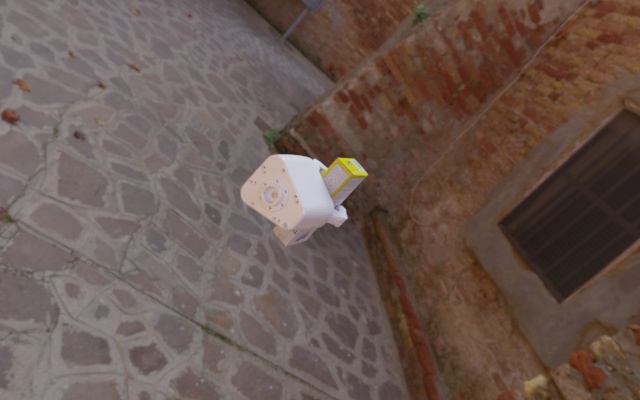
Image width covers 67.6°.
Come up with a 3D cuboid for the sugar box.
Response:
[{"bbox_3d":[0.000,0.002,0.833,0.176,0.048,0.093,-45,-13,18],"label":"sugar box"}]
